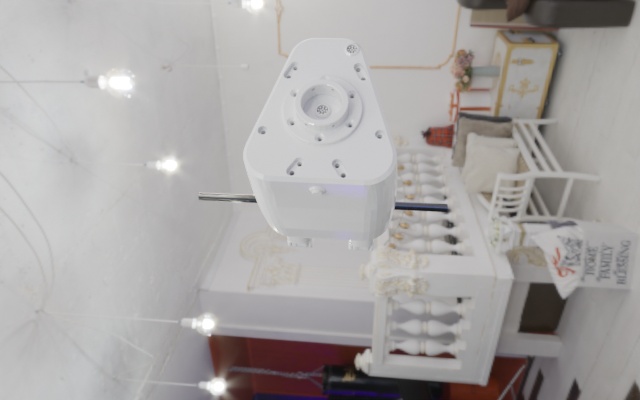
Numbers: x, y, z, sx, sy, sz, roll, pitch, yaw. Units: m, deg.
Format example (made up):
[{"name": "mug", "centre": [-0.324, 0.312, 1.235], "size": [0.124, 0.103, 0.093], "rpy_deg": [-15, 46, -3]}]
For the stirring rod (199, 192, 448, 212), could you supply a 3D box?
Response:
[{"name": "stirring rod", "centre": [0.000, 0.001, 0.463], "size": [0.239, 0.011, 0.011], "rpy_deg": [3, 0, 5]}]
